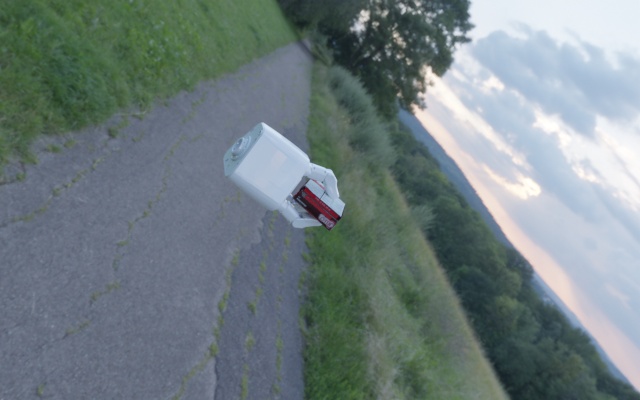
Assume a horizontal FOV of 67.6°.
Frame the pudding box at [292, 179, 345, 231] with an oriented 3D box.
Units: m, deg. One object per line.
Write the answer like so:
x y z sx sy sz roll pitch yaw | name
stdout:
0.000 0.003 0.887 0.090 0.039 0.113 42 15 -3 | pudding box
